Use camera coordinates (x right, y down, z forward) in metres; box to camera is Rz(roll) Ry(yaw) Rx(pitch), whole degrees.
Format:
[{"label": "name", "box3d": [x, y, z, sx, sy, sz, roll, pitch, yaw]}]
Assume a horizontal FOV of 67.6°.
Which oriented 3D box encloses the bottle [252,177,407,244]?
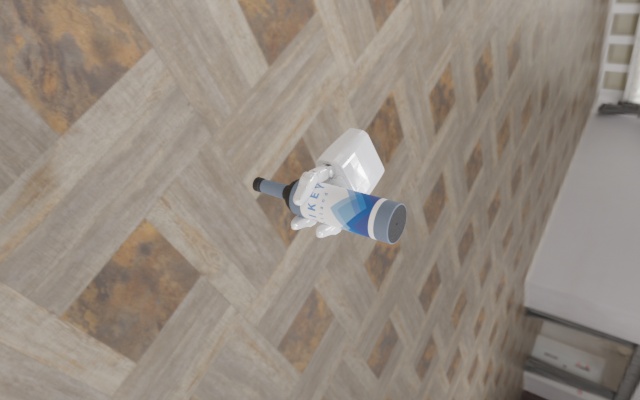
[{"label": "bottle", "box3d": [0.000, 0.003, 0.820, 0.295, 0.069, 0.069, 16, 9, 33]}]
